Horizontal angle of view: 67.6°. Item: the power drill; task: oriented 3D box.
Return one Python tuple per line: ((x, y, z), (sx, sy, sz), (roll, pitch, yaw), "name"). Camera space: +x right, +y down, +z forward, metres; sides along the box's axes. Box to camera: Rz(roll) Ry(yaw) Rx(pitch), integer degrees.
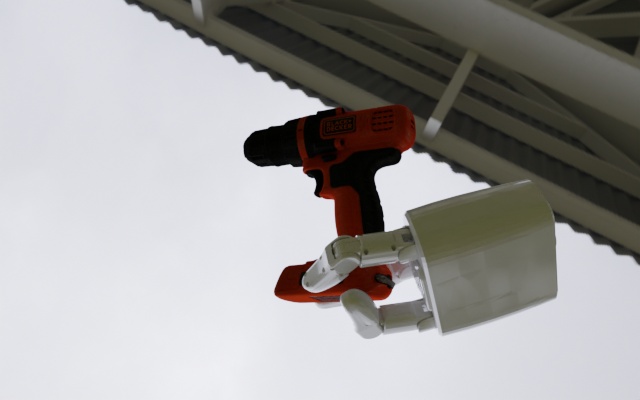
((0.000, 0.002, 0.460), (0.184, 0.187, 0.057), (-6, -19, 24), "power drill")
